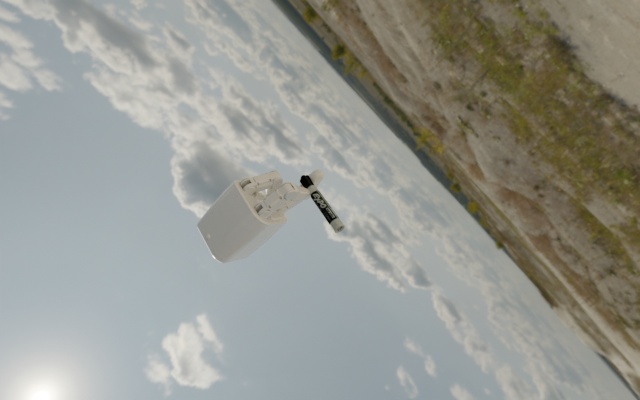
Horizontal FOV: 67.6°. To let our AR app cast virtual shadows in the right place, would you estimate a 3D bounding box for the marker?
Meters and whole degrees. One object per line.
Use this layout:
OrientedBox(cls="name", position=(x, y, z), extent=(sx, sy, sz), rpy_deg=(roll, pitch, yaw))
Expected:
OrientedBox(cls="marker", position=(0.000, 0.002, 0.776), extent=(0.020, 0.121, 0.020), rpy_deg=(-26, -31, -17))
